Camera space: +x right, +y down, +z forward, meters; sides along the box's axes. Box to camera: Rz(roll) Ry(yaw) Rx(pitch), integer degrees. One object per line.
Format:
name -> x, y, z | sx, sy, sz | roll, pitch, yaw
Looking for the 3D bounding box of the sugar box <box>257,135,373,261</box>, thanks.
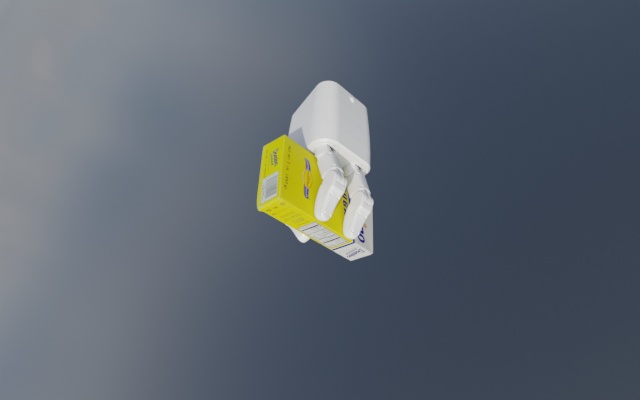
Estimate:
sugar box -> 0.000, 0.002, 0.606 | 0.048, 0.093, 0.176 | -25, -40, 37
